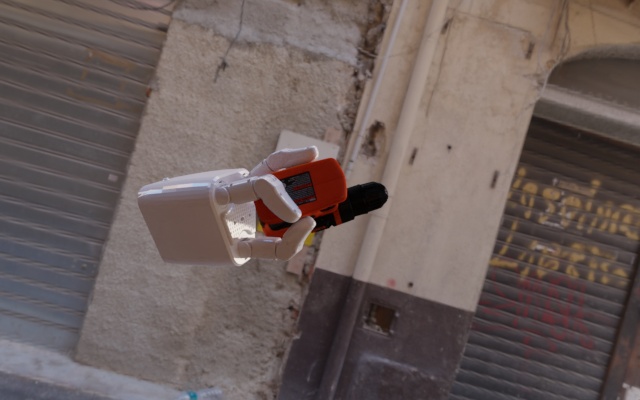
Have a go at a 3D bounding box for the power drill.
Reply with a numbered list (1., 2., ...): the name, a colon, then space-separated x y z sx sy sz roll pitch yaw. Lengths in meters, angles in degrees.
1. power drill: 0.000 0.002 0.610 0.184 0.057 0.188 -18 -13 2
